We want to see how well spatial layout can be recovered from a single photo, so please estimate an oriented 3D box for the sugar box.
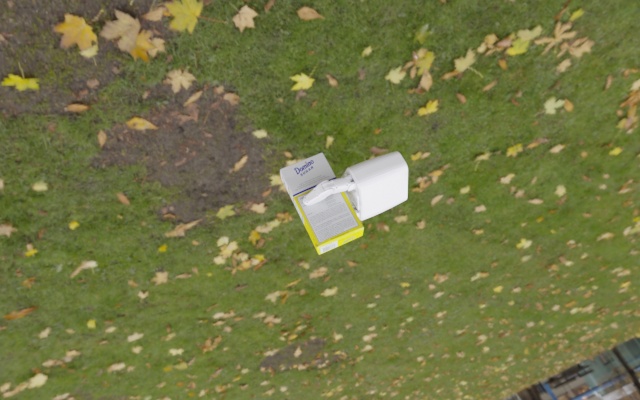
[{"bbox_3d":[0.000,0.003,0.895,0.093,0.176,0.048,-22,-27,-10],"label":"sugar box"}]
